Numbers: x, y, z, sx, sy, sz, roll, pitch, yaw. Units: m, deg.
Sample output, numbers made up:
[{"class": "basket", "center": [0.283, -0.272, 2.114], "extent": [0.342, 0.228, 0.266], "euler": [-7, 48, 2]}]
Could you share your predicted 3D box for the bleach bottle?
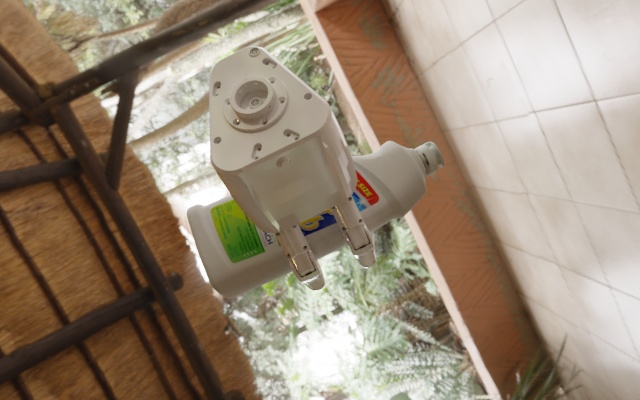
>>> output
[{"class": "bleach bottle", "center": [0.000, 0.002, 0.479], "extent": [0.251, 0.102, 0.068], "euler": [-26, -25, 0]}]
